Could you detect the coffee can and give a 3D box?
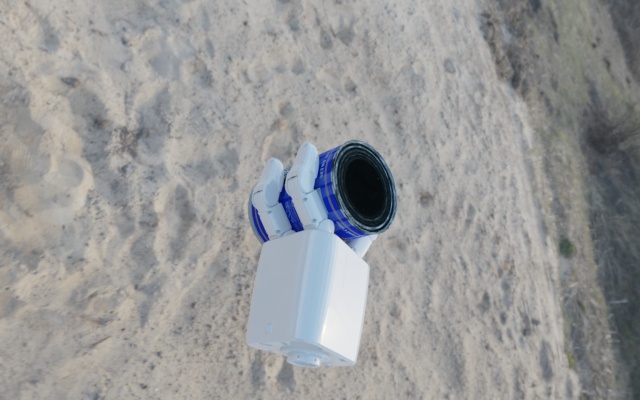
[{"bbox_3d":[0.000,0.002,0.543,0.103,0.103,0.140,0,-14,-46],"label":"coffee can"}]
